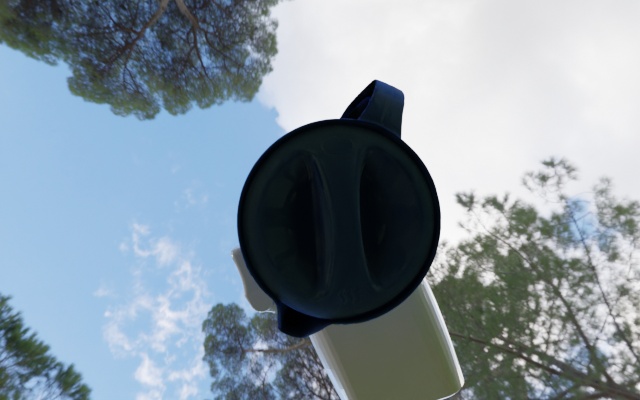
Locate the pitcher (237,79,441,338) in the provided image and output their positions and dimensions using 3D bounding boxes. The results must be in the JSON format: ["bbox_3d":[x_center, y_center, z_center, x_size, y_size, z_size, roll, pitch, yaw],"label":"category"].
[{"bbox_3d":[0.000,0.002,0.416,0.149,0.145,0.243,-24,6,-8],"label":"pitcher"}]
